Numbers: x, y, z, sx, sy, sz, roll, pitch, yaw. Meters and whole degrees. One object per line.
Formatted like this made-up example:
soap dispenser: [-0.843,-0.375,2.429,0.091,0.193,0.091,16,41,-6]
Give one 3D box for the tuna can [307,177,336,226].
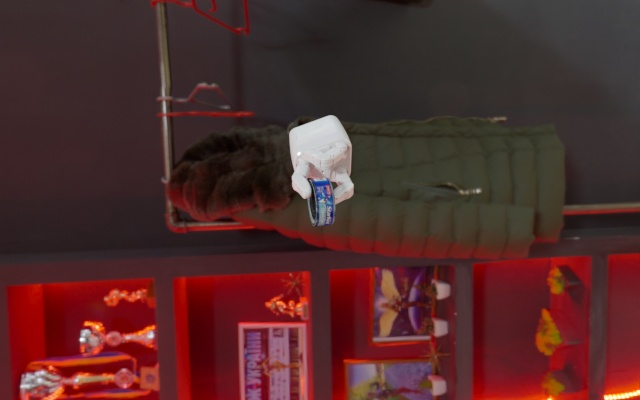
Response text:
tuna can: [0.000,0.003,0.847,0.034,0.086,0.086,-5,1,-12]
